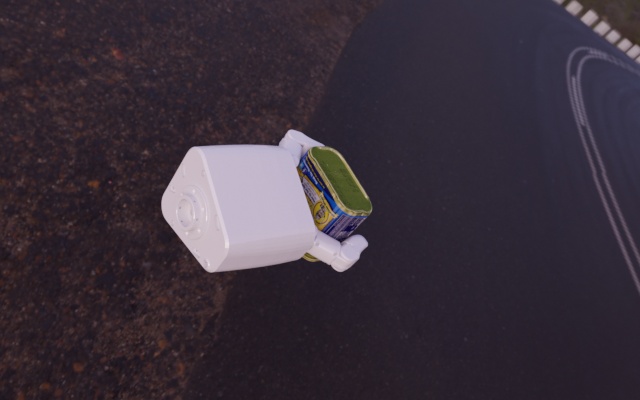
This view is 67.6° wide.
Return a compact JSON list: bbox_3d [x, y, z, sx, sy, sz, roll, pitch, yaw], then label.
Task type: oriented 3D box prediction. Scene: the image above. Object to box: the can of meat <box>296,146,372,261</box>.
[{"bbox_3d":[0.000,0.002,0.533,0.057,0.102,0.084,-1,-38,-45],"label":"can of meat"}]
